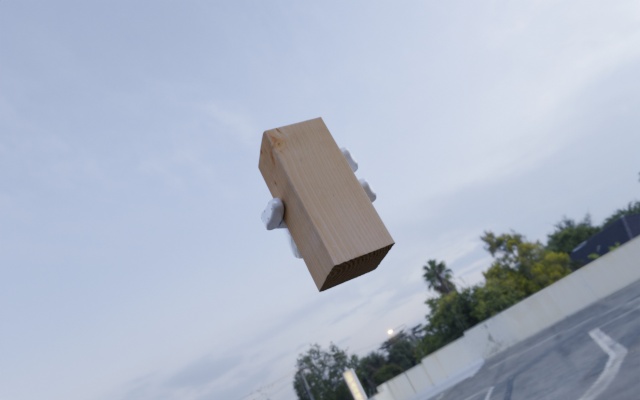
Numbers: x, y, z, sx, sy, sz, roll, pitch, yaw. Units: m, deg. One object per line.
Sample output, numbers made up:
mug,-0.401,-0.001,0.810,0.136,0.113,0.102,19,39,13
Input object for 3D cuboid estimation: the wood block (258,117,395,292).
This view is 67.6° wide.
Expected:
wood block,0.000,0.002,0.637,0.091,0.206,0.090,-19,-25,-23
